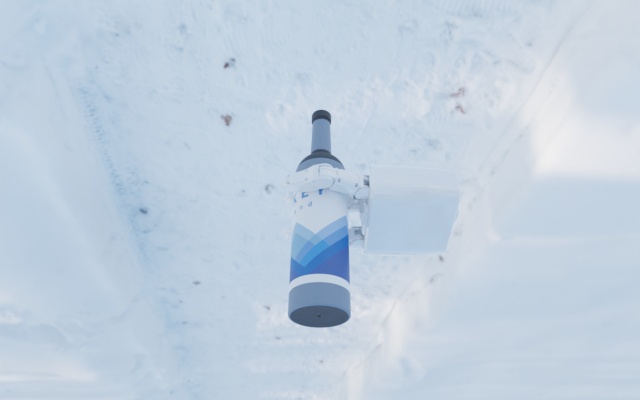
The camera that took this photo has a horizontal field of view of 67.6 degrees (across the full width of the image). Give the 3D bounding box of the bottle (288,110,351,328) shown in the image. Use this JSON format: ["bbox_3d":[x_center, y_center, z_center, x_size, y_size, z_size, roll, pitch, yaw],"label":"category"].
[{"bbox_3d":[0.000,0.002,0.584,0.069,0.295,0.069,0,-35,0],"label":"bottle"}]
